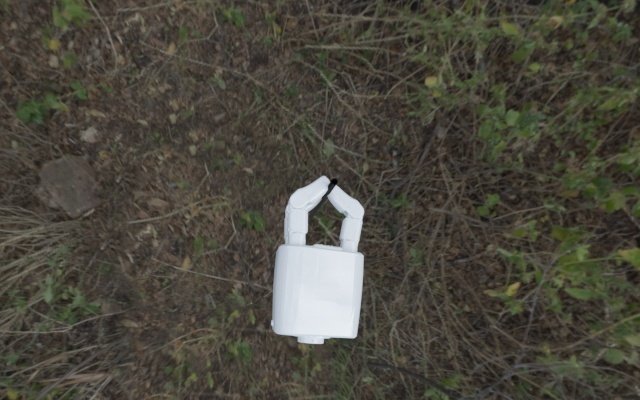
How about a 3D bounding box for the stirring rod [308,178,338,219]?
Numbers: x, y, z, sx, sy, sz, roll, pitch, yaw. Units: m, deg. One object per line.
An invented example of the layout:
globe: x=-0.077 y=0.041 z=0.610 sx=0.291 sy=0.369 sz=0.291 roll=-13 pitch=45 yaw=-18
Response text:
stirring rod: x=0.000 y=0.002 z=0.690 sx=0.011 sy=0.011 sz=0.239 roll=0 pitch=-12 yaw=-8
